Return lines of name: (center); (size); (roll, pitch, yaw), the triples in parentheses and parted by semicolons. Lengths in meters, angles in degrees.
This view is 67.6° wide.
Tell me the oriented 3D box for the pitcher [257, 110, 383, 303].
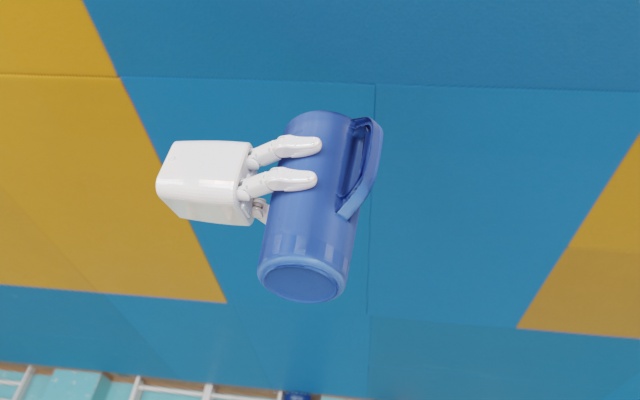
pitcher: (0.000, 0.002, 0.627); (0.145, 0.242, 0.149); (6, -38, 5)
